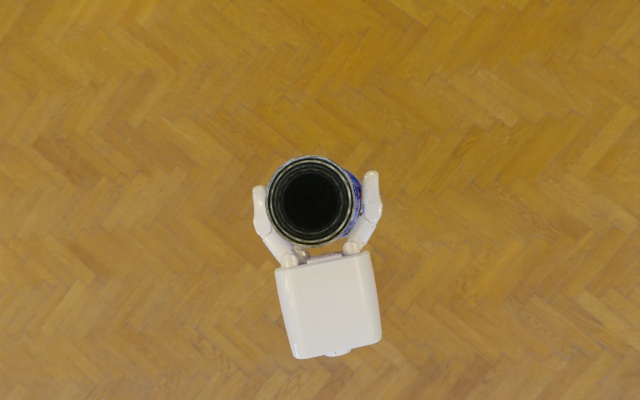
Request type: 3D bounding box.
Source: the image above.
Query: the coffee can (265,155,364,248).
[{"bbox_3d":[0.000,0.002,0.590,0.103,0.103,0.140,0,-1,10],"label":"coffee can"}]
